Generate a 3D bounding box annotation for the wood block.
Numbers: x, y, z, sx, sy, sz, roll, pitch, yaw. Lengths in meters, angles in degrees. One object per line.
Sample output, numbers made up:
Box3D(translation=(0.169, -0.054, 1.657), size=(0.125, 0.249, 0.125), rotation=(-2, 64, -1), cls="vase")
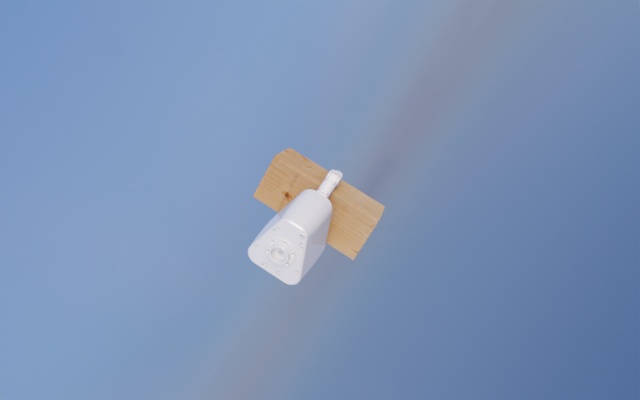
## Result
Box3D(translation=(0.000, 0.003, 0.846), size=(0.206, 0.091, 0.090), rotation=(32, 20, 4), cls="wood block")
